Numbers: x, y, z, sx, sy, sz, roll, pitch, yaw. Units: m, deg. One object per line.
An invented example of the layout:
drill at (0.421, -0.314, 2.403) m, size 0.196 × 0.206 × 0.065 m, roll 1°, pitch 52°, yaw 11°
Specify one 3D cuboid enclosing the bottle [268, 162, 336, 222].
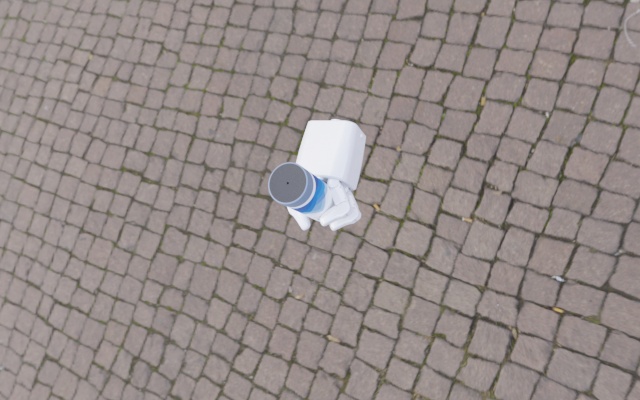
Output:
bottle at (0.000, 0.003, 0.861) m, size 0.069 × 0.069 × 0.296 m, roll 0°, pitch -12°, yaw 20°
